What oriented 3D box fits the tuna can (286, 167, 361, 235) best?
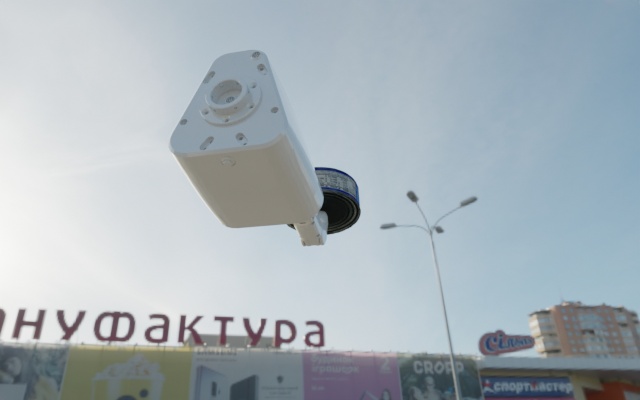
[{"bbox_3d":[0.000,0.001,0.519,0.086,0.033,0.086,-1,-35,0],"label":"tuna can"}]
